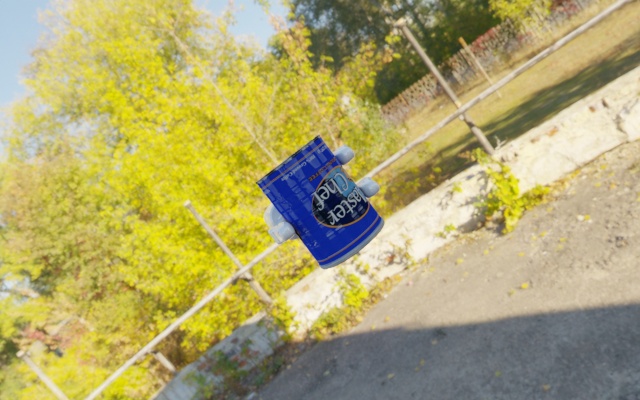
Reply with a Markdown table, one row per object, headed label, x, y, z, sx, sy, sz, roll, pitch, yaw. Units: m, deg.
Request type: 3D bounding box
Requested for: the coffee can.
| label | x | y | z | sx | sy | sz | roll | pitch | yaw |
| --- | --- | --- | --- | --- | --- | --- | --- | --- | --- |
| coffee can | 0.000 | 0.002 | 0.610 | 0.103 | 0.140 | 0.103 | -37 | 6 | 5 |
